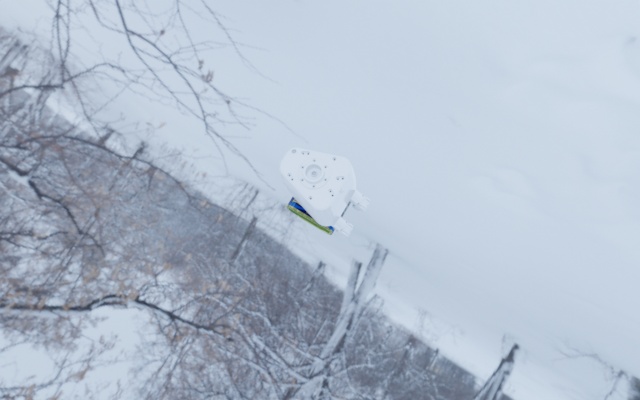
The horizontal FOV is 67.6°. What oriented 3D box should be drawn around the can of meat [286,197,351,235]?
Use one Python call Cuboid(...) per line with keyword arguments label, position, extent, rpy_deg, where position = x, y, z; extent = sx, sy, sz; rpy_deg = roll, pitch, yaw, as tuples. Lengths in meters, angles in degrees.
Cuboid(label="can of meat", position=(0.000, 0.003, 0.872), extent=(0.102, 0.084, 0.057), rpy_deg=(30, -10, 9))
